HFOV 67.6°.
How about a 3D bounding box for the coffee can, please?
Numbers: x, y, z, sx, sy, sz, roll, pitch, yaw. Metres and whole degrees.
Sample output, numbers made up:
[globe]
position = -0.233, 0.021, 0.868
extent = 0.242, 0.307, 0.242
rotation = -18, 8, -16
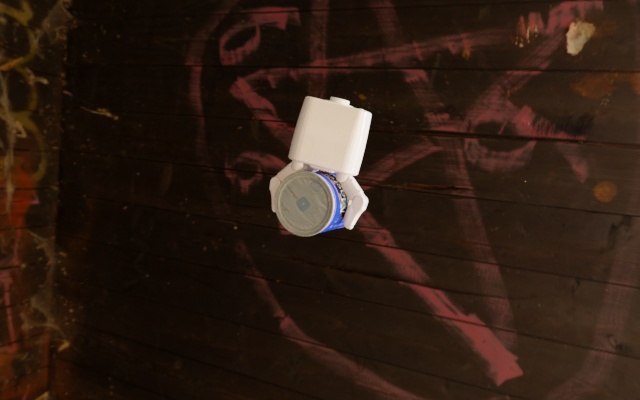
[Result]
[coffee can]
position = 0.000, 0.003, 0.810
extent = 0.103, 0.103, 0.140
rotation = 0, 2, 23
